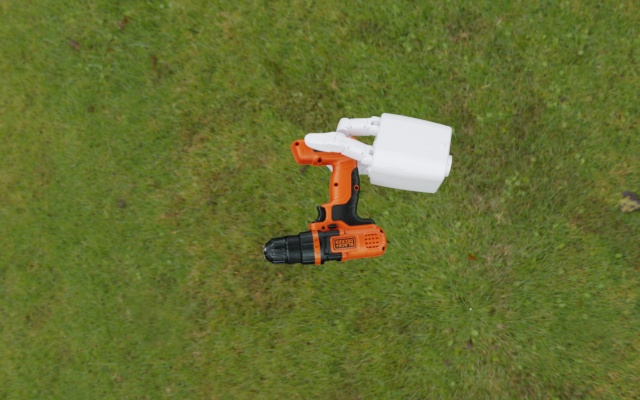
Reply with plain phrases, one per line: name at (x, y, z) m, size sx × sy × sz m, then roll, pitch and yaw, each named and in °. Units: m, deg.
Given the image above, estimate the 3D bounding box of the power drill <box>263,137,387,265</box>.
power drill at (0.000, 0.002, 0.723) m, size 0.184 × 0.187 × 0.057 m, roll -5°, pitch -7°, yaw -7°
